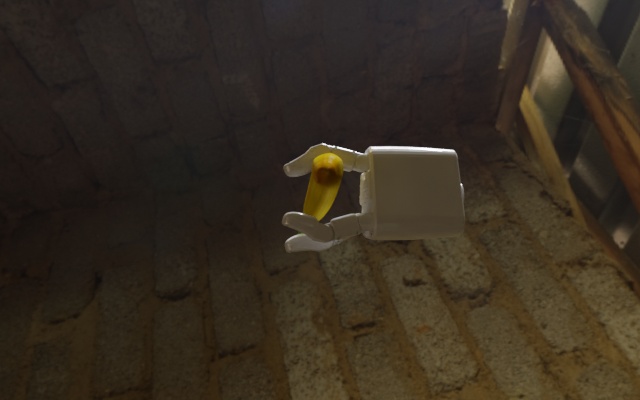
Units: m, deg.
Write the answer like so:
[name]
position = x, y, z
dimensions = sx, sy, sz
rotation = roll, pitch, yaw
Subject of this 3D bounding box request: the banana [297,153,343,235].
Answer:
[banana]
position = 0.003, -0.014, 0.555
dimensions = 0.037, 0.069, 0.198
rotation = 13, -24, -1
